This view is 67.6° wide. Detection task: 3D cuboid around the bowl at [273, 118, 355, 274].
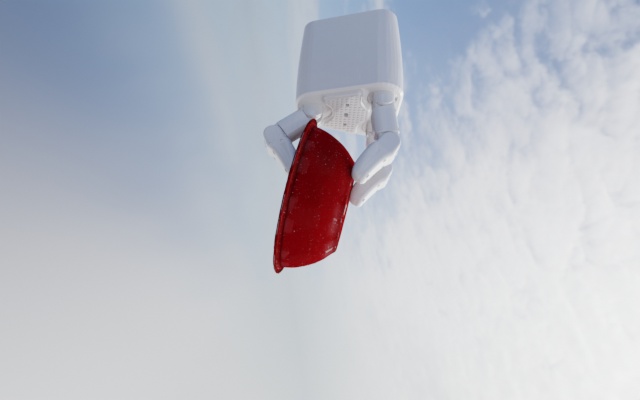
[{"bbox_3d":[0.000,0.003,0.486,0.055,0.162,0.162,14,1,5],"label":"bowl"}]
